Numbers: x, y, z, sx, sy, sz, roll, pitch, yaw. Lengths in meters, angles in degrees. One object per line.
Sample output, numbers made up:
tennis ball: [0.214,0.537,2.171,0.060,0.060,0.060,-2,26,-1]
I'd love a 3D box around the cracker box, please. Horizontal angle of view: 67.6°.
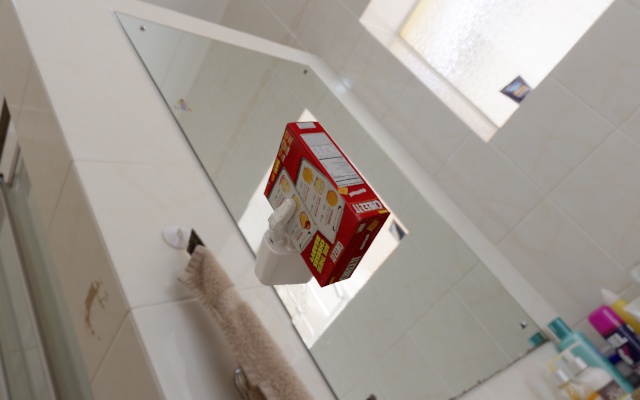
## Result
cracker box: [0.000,0.002,0.763,0.072,0.213,0.164,-12,-37,-35]
